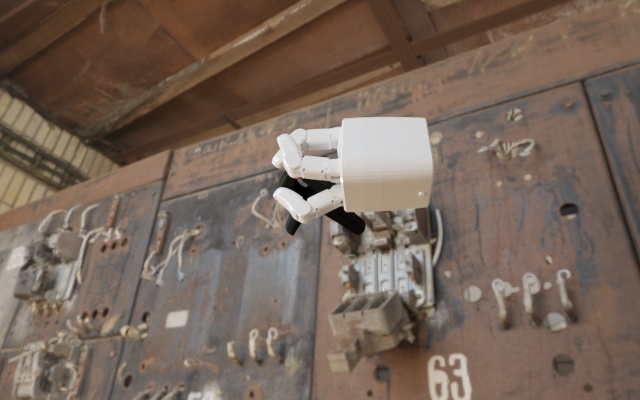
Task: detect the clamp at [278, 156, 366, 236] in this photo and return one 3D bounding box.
[{"bbox_3d":[0.000,0.002,0.653,0.120,0.039,0.172,-2,-32,6],"label":"clamp"}]
